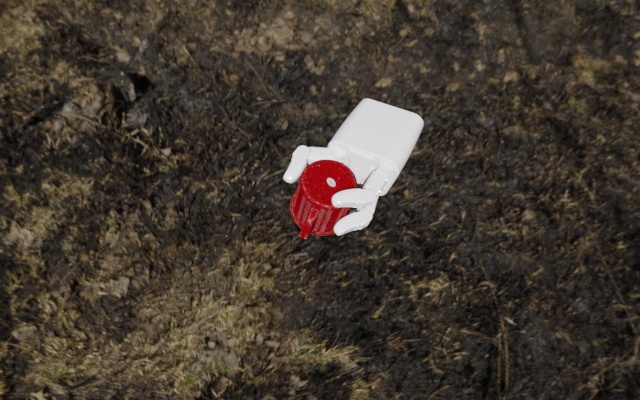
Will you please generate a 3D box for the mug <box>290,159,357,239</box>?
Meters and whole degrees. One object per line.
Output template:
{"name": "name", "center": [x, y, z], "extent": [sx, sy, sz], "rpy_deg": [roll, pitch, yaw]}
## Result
{"name": "mug", "center": [-0.001, 0.003, 0.690], "extent": [0.093, 0.117, 0.081], "rpy_deg": [29, -29, 5]}
